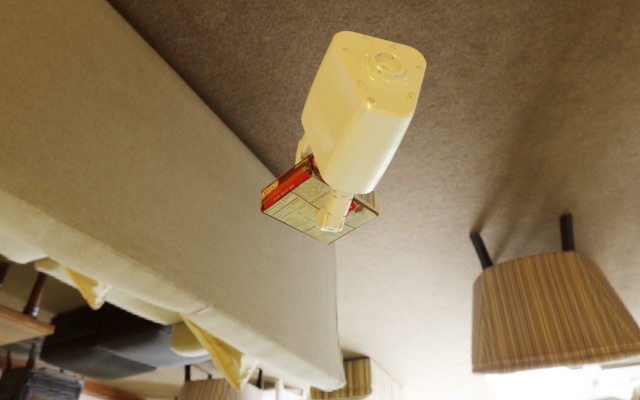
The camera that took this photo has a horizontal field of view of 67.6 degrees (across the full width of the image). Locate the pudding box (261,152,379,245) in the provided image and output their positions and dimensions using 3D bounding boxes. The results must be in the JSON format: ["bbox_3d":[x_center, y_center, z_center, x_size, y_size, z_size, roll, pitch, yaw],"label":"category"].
[{"bbox_3d":[0.000,0.002,0.560,0.113,0.039,0.090,31,-48,-33],"label":"pudding box"}]
